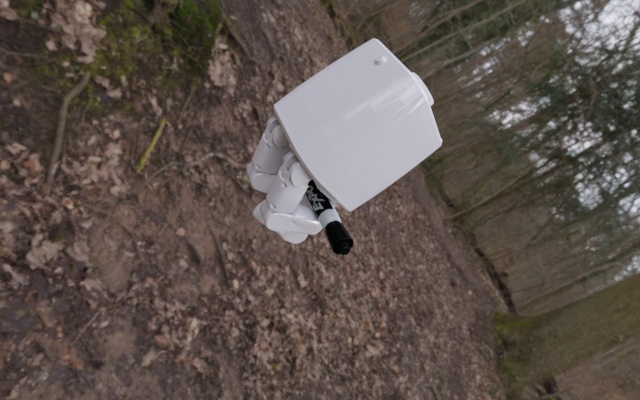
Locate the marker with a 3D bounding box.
[{"bbox_3d":[0.000,0.001,0.421,0.020,0.020,0.121,0,40,-26],"label":"marker"}]
